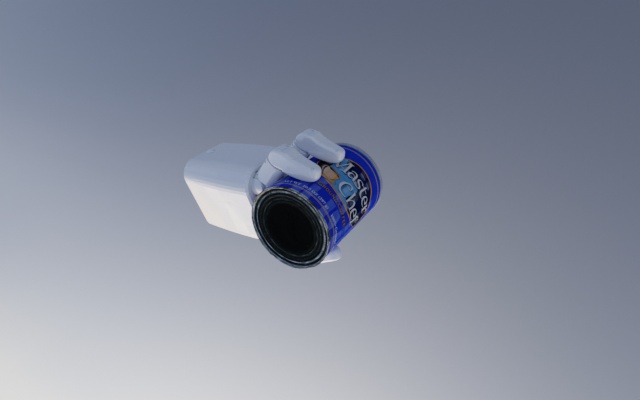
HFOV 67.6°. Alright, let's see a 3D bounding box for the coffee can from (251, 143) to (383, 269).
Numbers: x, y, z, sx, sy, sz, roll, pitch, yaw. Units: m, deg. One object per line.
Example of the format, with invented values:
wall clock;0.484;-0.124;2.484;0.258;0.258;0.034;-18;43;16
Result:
coffee can;0.000;0.002;0.575;0.103;0.103;0.140;0;25;34
